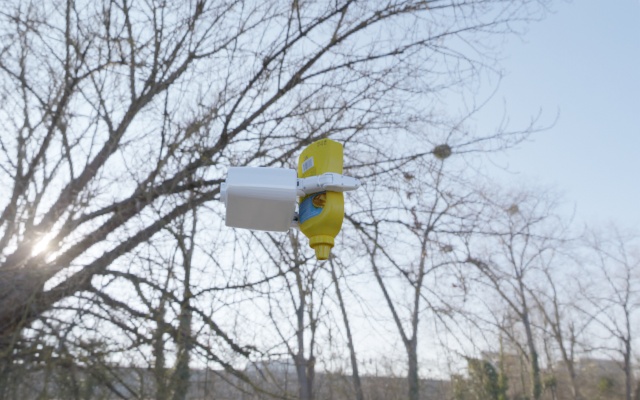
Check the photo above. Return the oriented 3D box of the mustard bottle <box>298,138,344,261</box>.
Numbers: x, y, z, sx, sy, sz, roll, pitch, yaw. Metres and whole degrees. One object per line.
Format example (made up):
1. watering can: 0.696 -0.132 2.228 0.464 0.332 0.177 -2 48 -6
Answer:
1. mustard bottle: 0.000 0.002 0.774 0.058 0.191 0.096 15 -28 -33
